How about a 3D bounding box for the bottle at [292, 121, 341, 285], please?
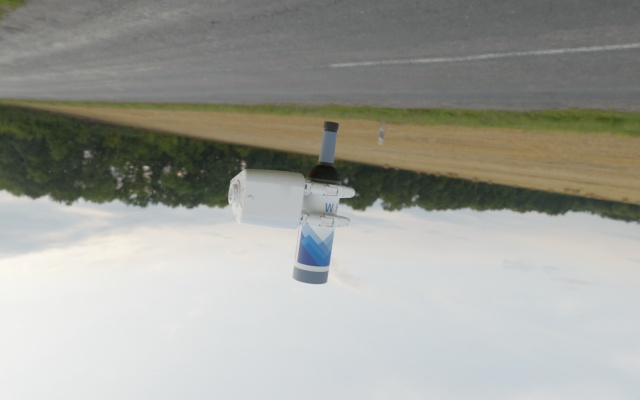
[{"bbox_3d":[0.000,0.003,0.882,0.069,0.296,0.069,8,5,-1],"label":"bottle"}]
